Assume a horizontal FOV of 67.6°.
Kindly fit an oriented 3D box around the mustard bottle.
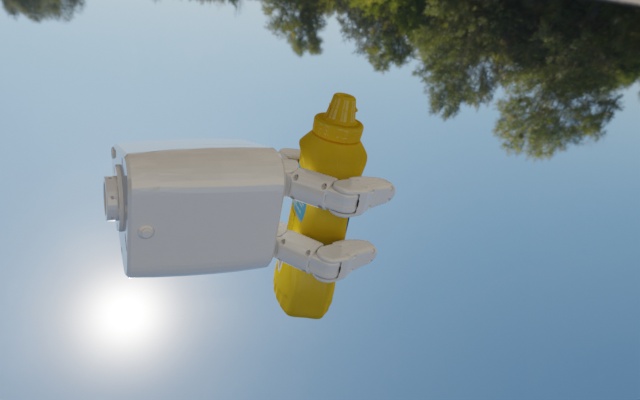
[{"bbox_3d":[0.000,0.002,0.417,0.058,0.192,0.096,9,26,-7],"label":"mustard bottle"}]
